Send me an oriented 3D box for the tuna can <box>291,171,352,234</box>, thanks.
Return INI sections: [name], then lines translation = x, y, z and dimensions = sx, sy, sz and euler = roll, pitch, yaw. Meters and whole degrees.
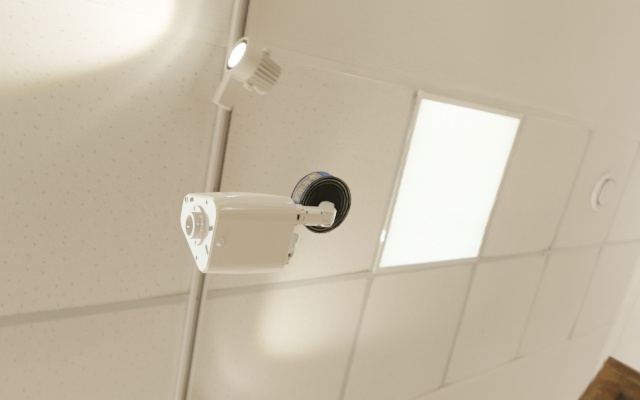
[tuna can]
translation = 0.000, 0.002, 0.687
dimensions = 0.086, 0.086, 0.033
euler = 0, 18, -33
